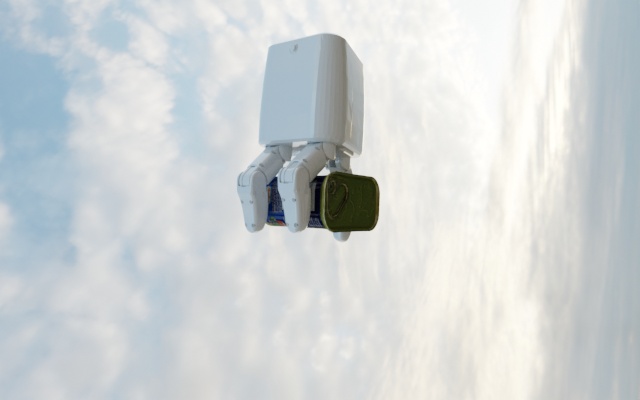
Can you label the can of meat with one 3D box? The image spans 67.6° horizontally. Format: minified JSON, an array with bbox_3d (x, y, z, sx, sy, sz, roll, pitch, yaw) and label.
[{"bbox_3d":[0.000,0.002,0.493,0.084,0.057,0.102,1,-1,36],"label":"can of meat"}]
